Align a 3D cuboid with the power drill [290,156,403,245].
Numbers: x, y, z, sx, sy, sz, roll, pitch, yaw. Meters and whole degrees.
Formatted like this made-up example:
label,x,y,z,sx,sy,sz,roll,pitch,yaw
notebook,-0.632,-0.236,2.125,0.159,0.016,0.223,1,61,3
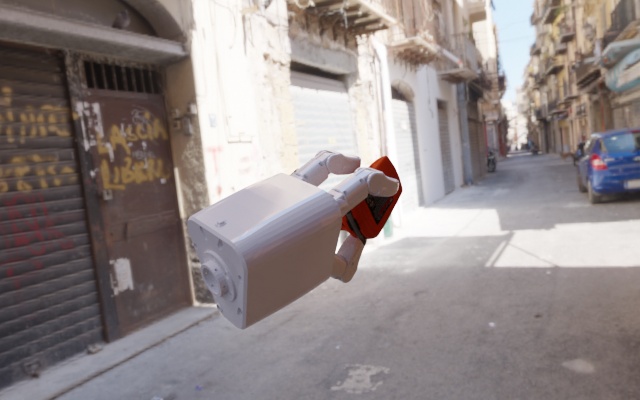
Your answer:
label,x,y,z,sx,sy,sz,roll,pitch,yaw
power drill,0.000,0.002,0.575,0.187,0.057,0.184,-14,27,37
